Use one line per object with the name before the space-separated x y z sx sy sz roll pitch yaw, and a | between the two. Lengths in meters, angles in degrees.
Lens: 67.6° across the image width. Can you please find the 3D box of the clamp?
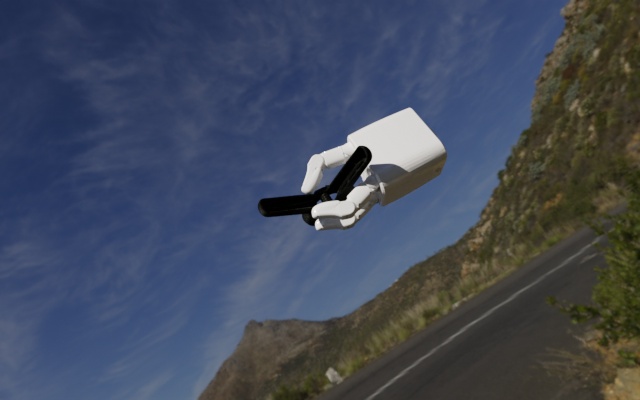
clamp | 0.000 0.002 0.701 0.164 0.036 0.210 -25 -19 -3
